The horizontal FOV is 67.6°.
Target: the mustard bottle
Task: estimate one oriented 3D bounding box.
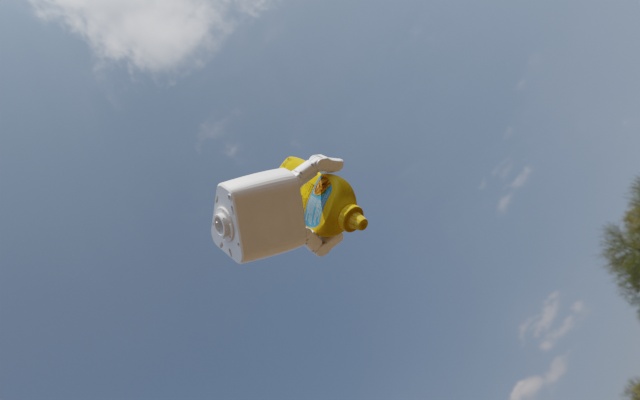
[{"bbox_3d":[0.000,0.002,0.739,0.058,0.096,0.191,15,10,-45],"label":"mustard bottle"}]
